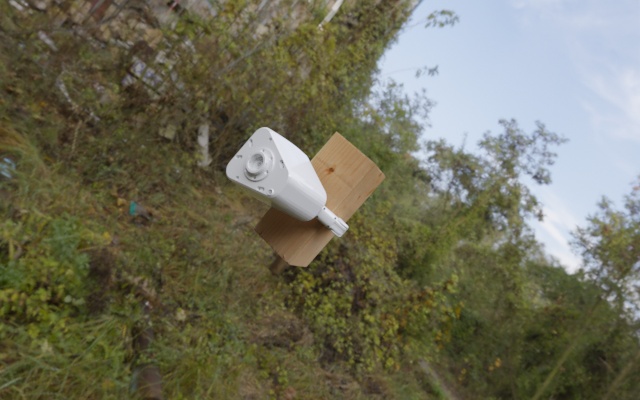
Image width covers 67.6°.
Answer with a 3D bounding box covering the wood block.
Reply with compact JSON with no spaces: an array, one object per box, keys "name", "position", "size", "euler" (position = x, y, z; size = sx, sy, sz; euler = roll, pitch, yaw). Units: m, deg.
[{"name":"wood block","position":[0.000,0.003,0.788],"size":[0.090,0.206,0.090],"euler":[43,4,20]}]
